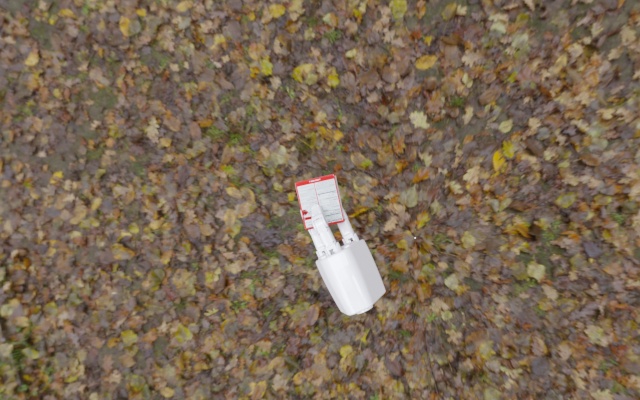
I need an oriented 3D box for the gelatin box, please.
[{"bbox_3d":[0.000,0.003,0.863,0.073,0.089,0.030,-12,1,8],"label":"gelatin box"}]
